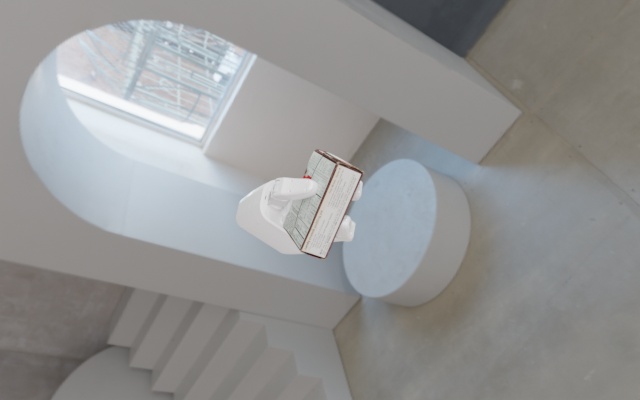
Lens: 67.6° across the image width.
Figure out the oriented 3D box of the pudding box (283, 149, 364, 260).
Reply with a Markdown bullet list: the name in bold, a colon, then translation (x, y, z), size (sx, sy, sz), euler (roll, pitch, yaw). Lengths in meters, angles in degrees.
- **pudding box**: translation (0.000, 0.002, 0.569), size (0.039, 0.113, 0.090), euler (18, 10, -22)
